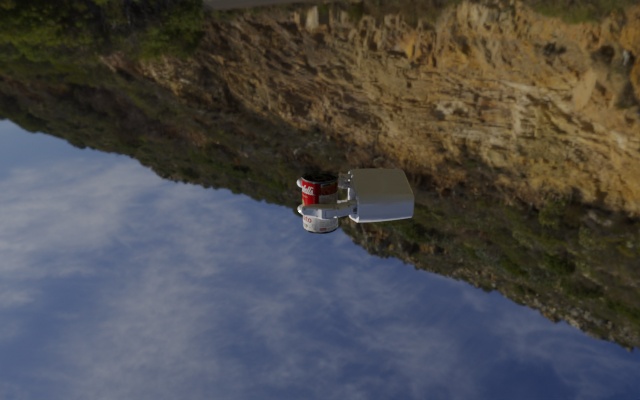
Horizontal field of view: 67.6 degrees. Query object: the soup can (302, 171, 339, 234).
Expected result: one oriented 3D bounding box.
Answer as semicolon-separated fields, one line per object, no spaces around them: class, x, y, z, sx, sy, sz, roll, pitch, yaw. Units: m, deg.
soup can;0.000;0.003;0.889;0.068;0.102;0.068;-1;21;0
